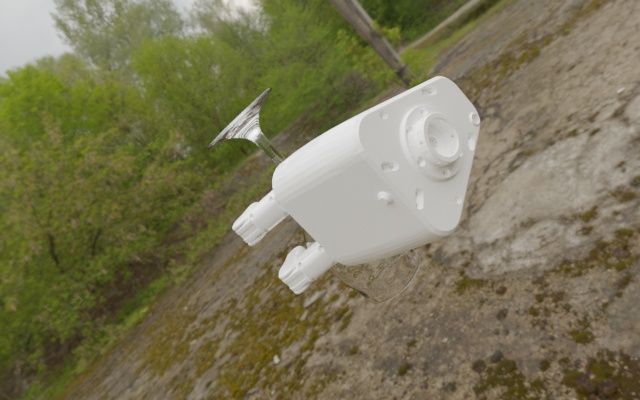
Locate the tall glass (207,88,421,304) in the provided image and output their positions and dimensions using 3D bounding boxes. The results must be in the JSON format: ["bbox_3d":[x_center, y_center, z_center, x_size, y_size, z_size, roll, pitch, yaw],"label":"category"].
[{"bbox_3d":[0.000,0.001,0.418,0.079,0.201,0.079,-42,12,11],"label":"tall glass"}]
